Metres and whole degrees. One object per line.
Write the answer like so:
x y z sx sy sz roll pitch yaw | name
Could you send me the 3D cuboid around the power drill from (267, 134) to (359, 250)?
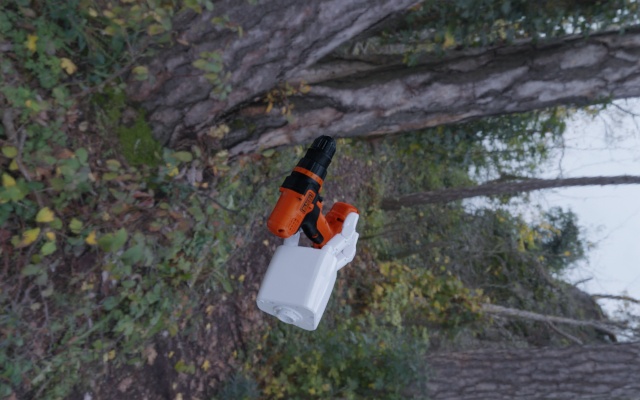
0.000 0.003 0.822 0.057 0.184 0.188 22 -14 36 | power drill
